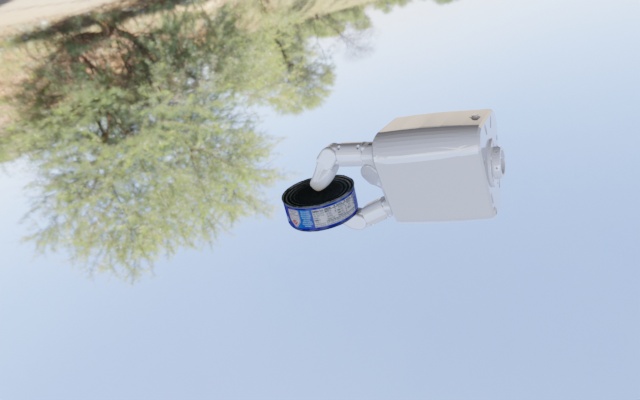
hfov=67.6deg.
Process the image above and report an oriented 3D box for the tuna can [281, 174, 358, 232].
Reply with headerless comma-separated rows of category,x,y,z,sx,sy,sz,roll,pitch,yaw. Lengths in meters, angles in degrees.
tuna can,0.000,0.002,0.554,0.086,0.034,0.086,-11,24,5
